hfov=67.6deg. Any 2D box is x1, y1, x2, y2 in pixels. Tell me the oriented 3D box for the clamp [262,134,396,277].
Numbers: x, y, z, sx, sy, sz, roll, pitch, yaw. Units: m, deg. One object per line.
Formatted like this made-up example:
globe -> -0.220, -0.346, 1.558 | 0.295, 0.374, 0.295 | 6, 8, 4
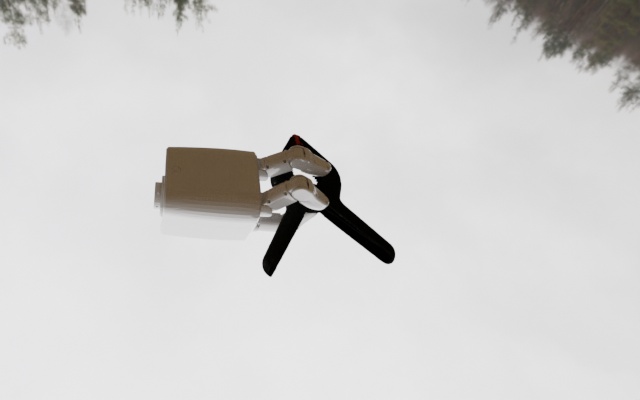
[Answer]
clamp -> 0.000, 0.002, 0.602 | 0.164, 0.209, 0.036 | 4, -39, -19
